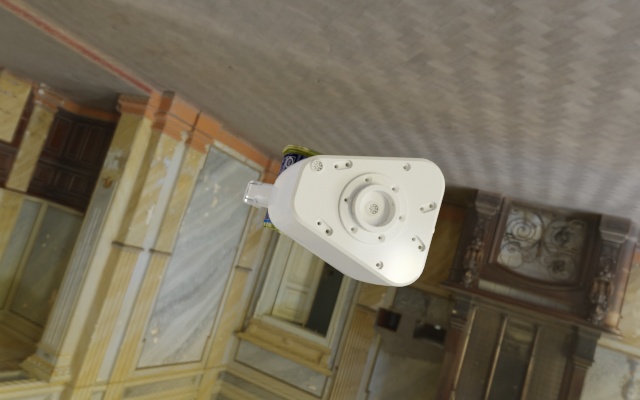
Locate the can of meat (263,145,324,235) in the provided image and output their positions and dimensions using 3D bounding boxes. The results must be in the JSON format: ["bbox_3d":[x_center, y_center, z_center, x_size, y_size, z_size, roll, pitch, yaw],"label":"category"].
[{"bbox_3d":[0.000,0.002,0.483,0.102,0.084,0.057,19,-7,-15],"label":"can of meat"}]
